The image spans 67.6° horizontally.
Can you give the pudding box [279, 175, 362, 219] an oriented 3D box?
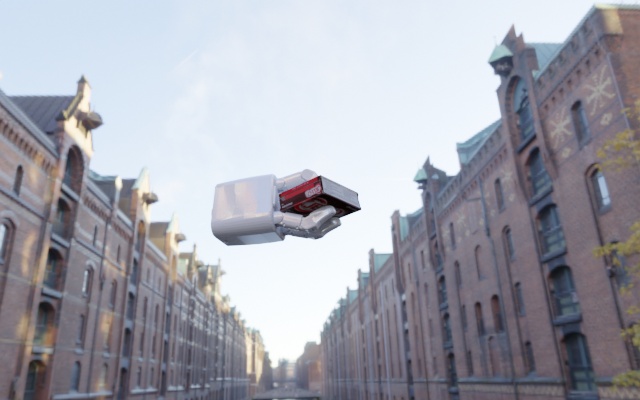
[{"bbox_3d":[0.000,0.002,0.794,0.090,0.039,0.113,-22,-25,32],"label":"pudding box"}]
